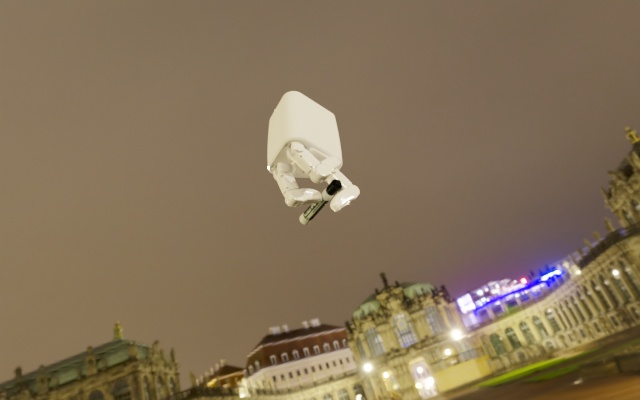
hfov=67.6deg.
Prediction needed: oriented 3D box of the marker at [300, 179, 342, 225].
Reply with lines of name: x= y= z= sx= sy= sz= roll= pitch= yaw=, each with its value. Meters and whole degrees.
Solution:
marker: x=0.000 y=0.003 z=0.775 sx=0.020 sy=0.020 sz=0.121 roll=0 pitch=-31 yaw=-33
